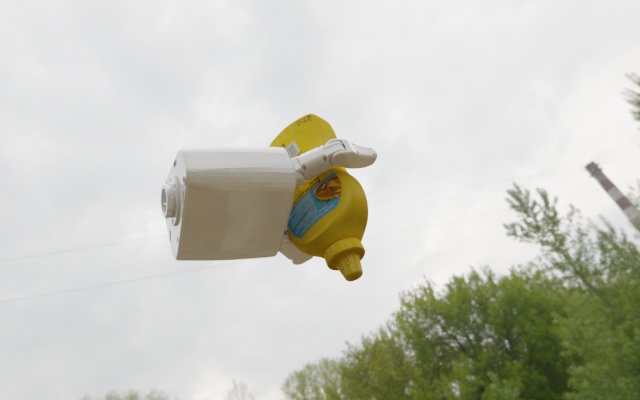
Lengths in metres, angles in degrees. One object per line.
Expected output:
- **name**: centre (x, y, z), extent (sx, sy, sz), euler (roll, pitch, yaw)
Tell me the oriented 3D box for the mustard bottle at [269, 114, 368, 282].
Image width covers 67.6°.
- **mustard bottle**: centre (0.000, 0.002, 0.513), extent (0.096, 0.191, 0.058), euler (-42, -38, 23)
